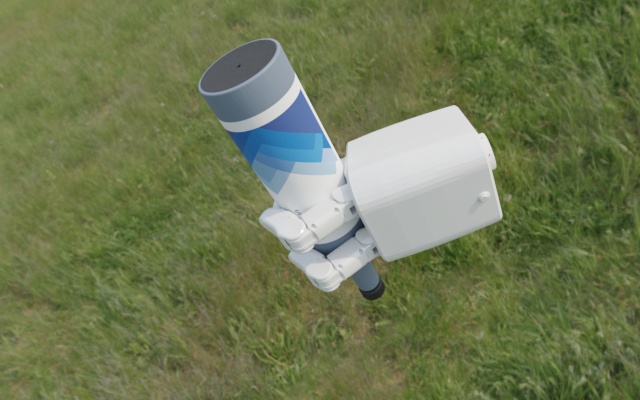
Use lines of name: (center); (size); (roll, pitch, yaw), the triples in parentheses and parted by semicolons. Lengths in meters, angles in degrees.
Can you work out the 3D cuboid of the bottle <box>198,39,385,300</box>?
bottle: (0.000, 0.001, 0.432); (0.069, 0.069, 0.296); (0, -41, 32)
